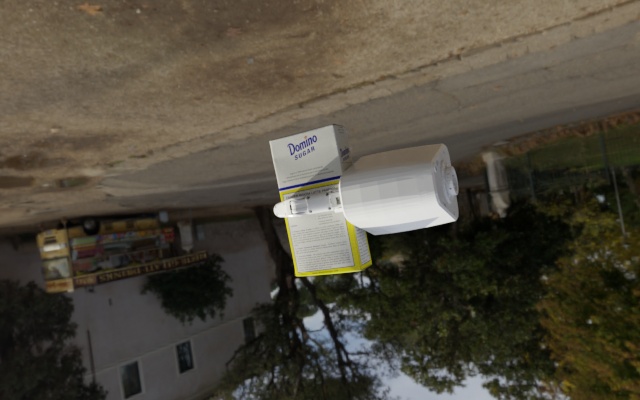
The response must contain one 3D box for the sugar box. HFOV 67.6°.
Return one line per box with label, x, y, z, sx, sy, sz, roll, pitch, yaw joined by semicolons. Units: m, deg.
sugar box;0.000;0.002;0.592;0.093;0.176;0.048;-10;-1;26
